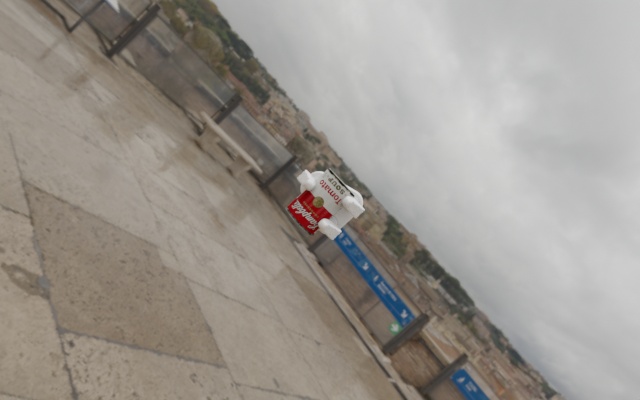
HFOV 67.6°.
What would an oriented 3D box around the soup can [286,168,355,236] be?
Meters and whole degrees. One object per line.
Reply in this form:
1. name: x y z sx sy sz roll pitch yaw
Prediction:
1. soup can: 0.000 0.002 0.816 0.102 0.068 0.068 -43 -4 4
